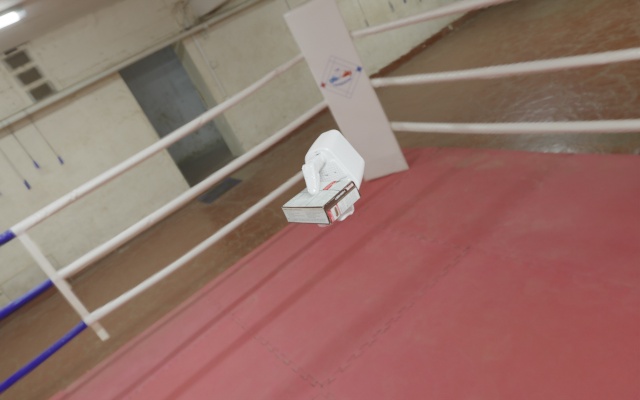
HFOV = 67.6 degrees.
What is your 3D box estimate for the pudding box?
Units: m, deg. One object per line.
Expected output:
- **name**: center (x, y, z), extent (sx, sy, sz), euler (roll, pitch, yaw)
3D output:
- **pudding box**: center (0.000, 0.003, 0.834), extent (0.113, 0.039, 0.090), euler (-2, 31, 48)
